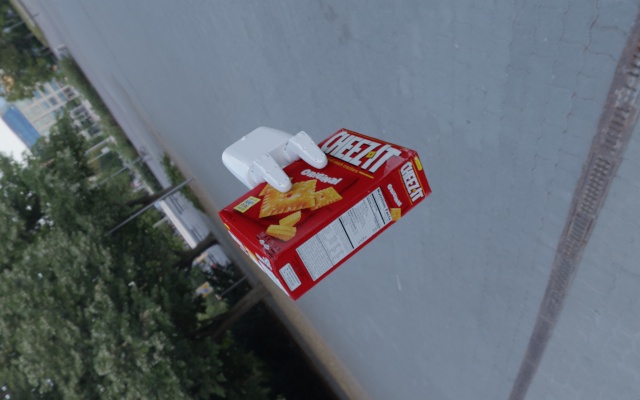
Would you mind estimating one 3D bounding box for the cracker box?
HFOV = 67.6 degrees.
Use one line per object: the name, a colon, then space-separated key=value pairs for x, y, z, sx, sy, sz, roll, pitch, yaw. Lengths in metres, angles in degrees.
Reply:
cracker box: x=0.000 y=0.002 z=0.593 sx=0.213 sy=0.072 sz=0.164 roll=-37 pitch=33 yaw=-16
